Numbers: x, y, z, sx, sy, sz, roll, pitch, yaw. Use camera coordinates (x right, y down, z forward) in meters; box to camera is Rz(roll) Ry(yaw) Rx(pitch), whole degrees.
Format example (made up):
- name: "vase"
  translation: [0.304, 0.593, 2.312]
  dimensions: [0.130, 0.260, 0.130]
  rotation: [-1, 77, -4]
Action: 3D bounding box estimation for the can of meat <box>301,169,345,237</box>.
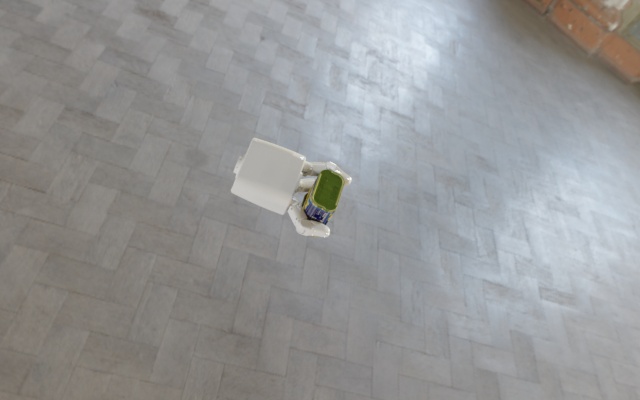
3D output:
- name: "can of meat"
  translation: [0.000, 0.003, 0.892]
  dimensions: [0.057, 0.102, 0.084]
  rotation: [24, -42, -6]
